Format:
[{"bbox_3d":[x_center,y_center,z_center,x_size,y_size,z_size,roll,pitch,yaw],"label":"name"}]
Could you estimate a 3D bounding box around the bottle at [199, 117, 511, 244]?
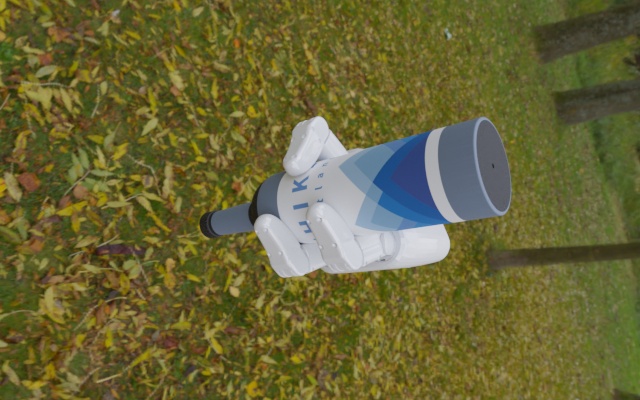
[{"bbox_3d":[0.000,0.001,0.403,0.296,0.069,0.069,-12,-7,37],"label":"bottle"}]
